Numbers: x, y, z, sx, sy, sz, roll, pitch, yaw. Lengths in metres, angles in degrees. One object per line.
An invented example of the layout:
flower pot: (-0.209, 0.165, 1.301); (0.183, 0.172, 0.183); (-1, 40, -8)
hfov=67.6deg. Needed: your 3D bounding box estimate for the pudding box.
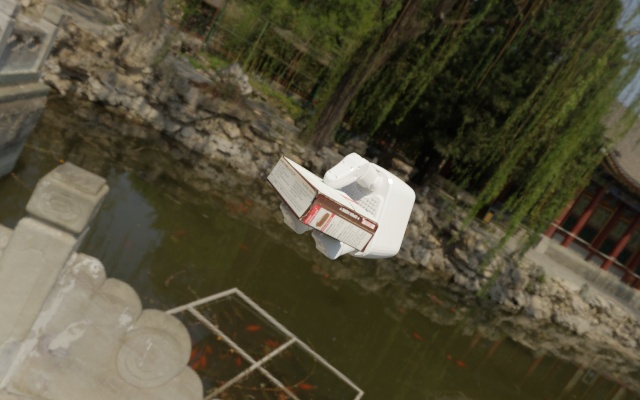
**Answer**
pudding box: (0.000, 0.002, 0.518); (0.090, 0.039, 0.113); (27, 8, -32)
